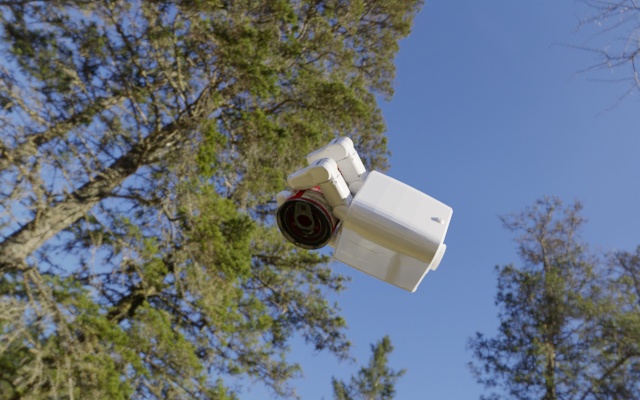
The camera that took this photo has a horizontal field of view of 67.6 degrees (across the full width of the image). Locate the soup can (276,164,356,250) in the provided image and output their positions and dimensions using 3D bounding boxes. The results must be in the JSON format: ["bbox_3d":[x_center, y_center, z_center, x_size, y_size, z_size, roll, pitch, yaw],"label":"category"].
[{"bbox_3d":[0.000,0.002,0.572,0.068,0.068,0.102,0,31,26],"label":"soup can"}]
